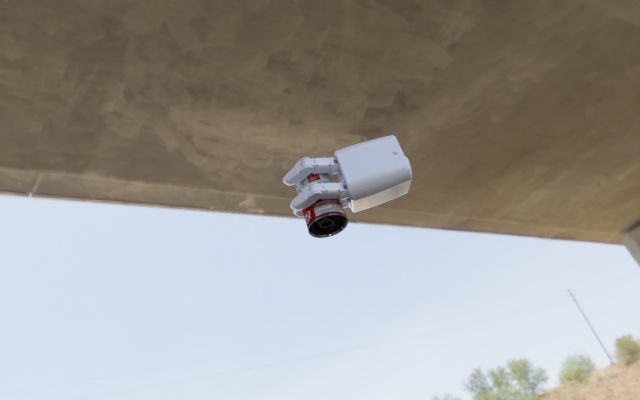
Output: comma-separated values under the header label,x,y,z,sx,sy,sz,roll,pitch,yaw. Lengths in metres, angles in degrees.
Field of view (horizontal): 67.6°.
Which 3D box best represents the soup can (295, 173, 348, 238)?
label,x,y,z,sx,sy,sz,roll,pitch,yaw
soup can,0.000,0.003,0.805,0.068,0.102,0.069,-12,-34,-8
